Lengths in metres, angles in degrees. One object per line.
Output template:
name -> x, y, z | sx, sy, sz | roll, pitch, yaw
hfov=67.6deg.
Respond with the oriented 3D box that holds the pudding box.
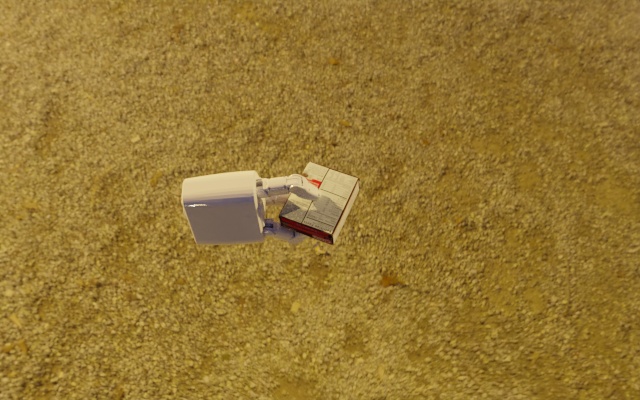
pudding box -> 0.000, 0.002, 0.732 | 0.090, 0.113, 0.039 | 20, -26, 14
